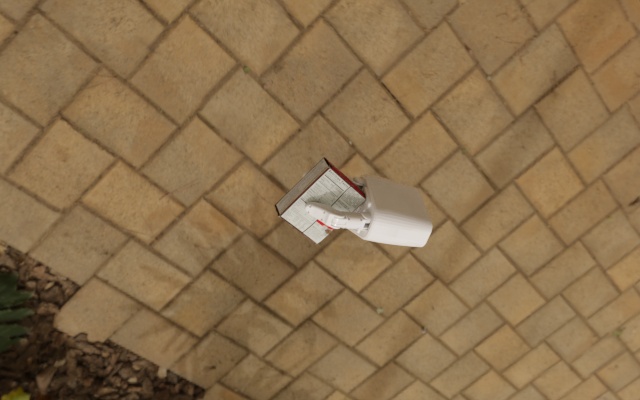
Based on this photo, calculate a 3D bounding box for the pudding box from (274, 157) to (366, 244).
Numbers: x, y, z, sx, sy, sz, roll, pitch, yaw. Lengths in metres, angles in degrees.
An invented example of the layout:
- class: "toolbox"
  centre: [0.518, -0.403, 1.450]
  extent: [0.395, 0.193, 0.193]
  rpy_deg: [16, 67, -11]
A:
- class: "pudding box"
  centre: [0.000, 0.003, 0.738]
  extent: [0.090, 0.113, 0.039]
  rpy_deg: [40, 11, -30]
